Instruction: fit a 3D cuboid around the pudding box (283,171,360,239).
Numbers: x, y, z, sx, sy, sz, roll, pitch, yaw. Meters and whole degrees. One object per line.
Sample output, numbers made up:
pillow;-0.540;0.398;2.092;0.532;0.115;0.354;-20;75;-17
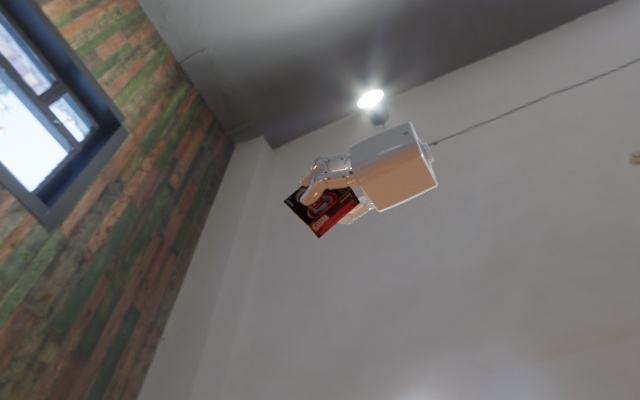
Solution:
pudding box;0.000;0.003;0.784;0.090;0.039;0.113;-40;29;-7
